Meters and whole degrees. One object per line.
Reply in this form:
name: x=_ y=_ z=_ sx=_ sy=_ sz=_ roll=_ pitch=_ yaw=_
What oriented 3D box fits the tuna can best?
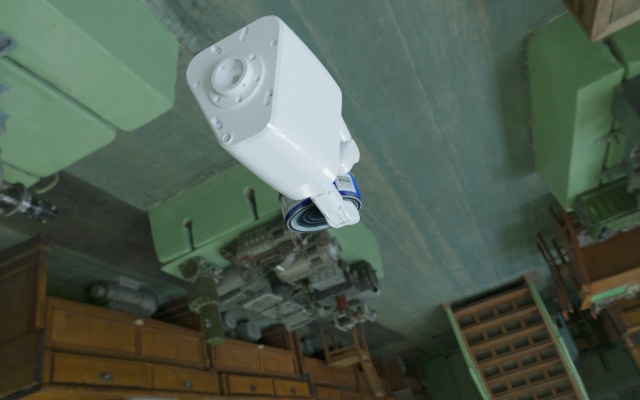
tuna can: x=0.000 y=0.002 z=0.511 sx=0.086 sy=0.033 sz=0.086 roll=-15 pitch=-24 yaw=-7
